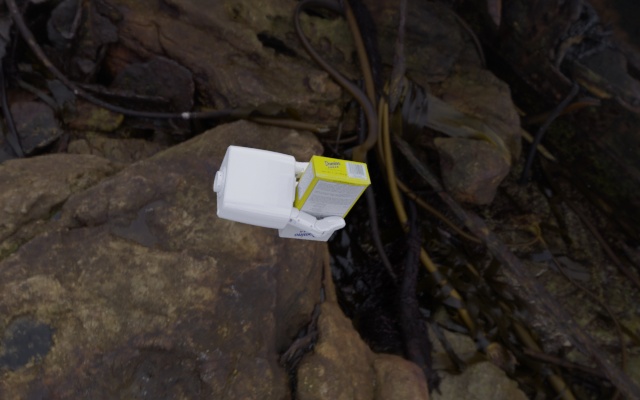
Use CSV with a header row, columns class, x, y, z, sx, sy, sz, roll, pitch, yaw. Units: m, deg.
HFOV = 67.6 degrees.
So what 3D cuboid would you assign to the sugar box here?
class,x,y,z,sx,sy,sz,roll,pitch,yaw
sugar box,0.000,0.002,0.777,0.093,0.048,0.176,8,-35,-22
